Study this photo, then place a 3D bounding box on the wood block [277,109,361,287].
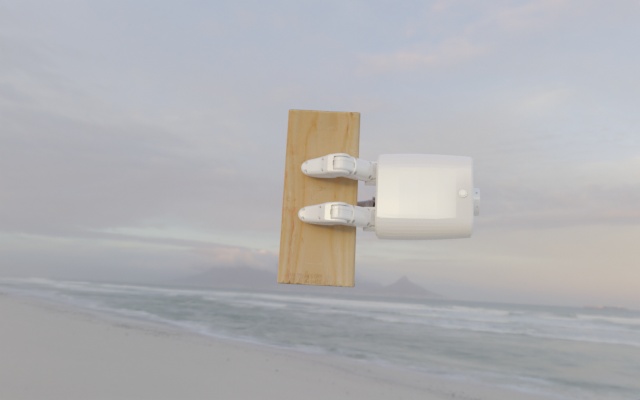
[{"bbox_3d":[0.001,0.002,0.596,0.090,0.206,0.091,3,-11,2],"label":"wood block"}]
